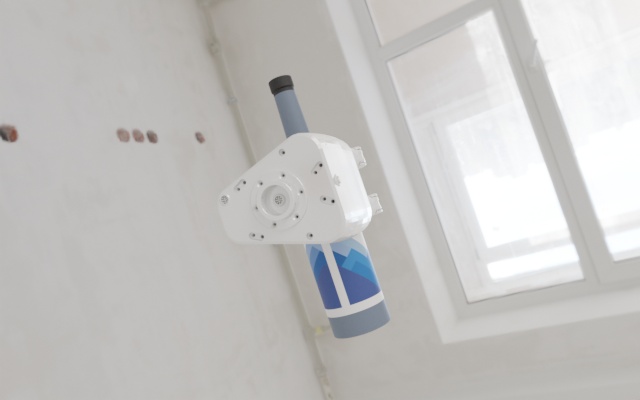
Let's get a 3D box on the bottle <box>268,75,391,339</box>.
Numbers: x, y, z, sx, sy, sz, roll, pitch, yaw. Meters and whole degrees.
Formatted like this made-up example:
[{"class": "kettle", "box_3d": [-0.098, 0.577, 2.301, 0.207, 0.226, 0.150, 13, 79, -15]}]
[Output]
[{"class": "bottle", "box_3d": [0.000, 0.002, 0.538, 0.069, 0.295, 0.069, -18, -2, -1]}]
